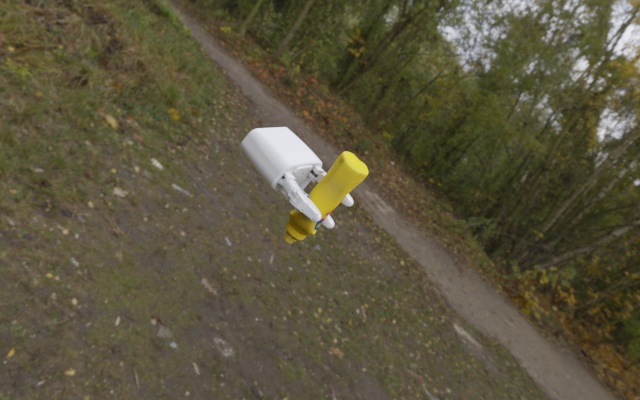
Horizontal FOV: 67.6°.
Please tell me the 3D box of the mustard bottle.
[{"bbox_3d":[0.001,0.003,0.833,0.058,0.192,0.096,41,16,-2],"label":"mustard bottle"}]
